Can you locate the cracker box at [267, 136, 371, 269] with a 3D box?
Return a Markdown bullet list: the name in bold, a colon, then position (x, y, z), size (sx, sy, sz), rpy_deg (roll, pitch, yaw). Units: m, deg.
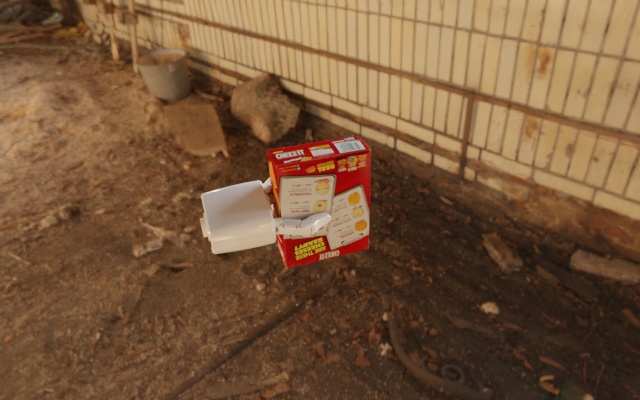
- **cracker box**: position (0.000, 0.003, 0.846), size (0.164, 0.214, 0.072), rpy_deg (-12, 35, -13)
